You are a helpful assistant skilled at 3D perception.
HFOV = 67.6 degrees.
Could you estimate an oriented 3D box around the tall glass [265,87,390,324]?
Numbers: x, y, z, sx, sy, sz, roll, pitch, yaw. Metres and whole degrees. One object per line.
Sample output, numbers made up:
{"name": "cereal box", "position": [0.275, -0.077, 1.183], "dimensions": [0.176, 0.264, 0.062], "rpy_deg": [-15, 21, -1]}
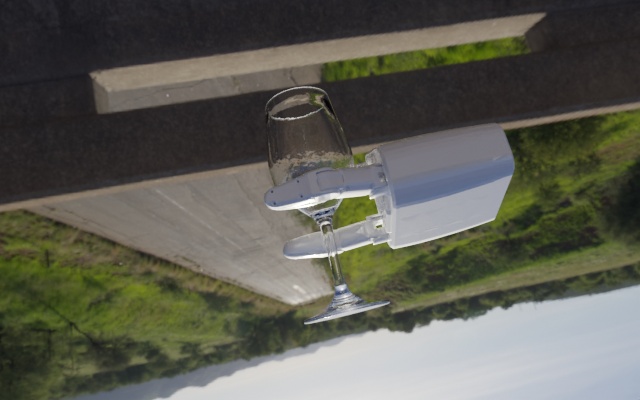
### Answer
{"name": "tall glass", "position": [0.000, 0.002, 0.427], "dimensions": [0.079, 0.201, 0.079], "rpy_deg": [-13, -15, -4]}
